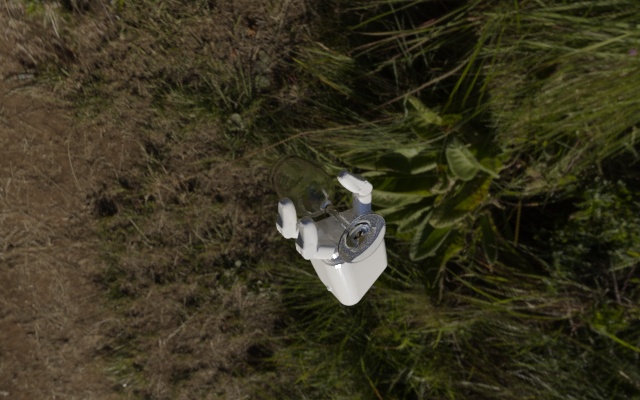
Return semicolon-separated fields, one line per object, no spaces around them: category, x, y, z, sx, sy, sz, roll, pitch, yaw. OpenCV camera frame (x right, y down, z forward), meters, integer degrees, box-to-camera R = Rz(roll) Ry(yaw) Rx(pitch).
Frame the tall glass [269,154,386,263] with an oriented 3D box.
tall glass;0.000;0.002;0.670;0.079;0.079;0.201;0;28;-37
